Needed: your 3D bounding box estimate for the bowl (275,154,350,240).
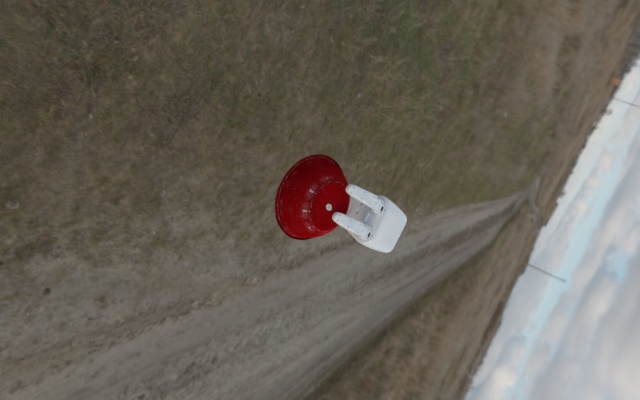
[{"bbox_3d":[-0.001,0.003,0.841,0.162,0.162,0.055,0,17,-41],"label":"bowl"}]
